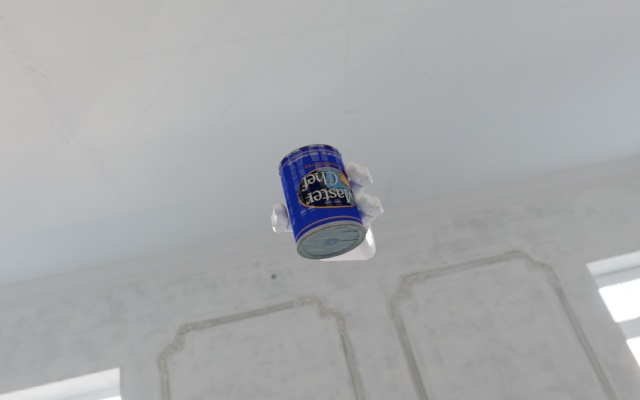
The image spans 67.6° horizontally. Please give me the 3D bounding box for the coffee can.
[{"bbox_3d":[0.000,0.002,0.710,0.103,0.140,0.103,-12,-30,-7],"label":"coffee can"}]
